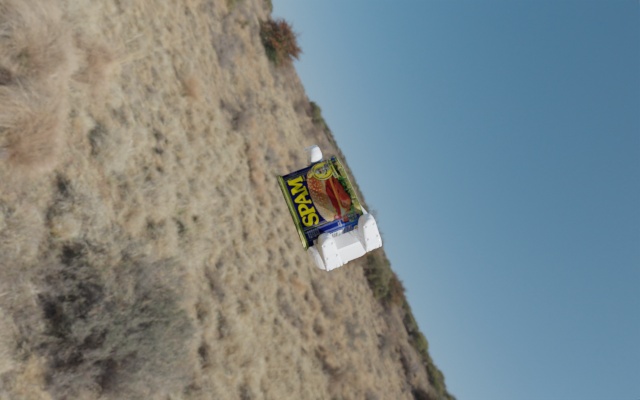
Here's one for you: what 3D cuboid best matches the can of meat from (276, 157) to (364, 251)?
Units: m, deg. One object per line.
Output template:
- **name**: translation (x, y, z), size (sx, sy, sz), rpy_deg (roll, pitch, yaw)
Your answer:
- **can of meat**: translation (0.000, 0.002, 0.615), size (0.084, 0.102, 0.057), rpy_deg (-21, -22, -5)
